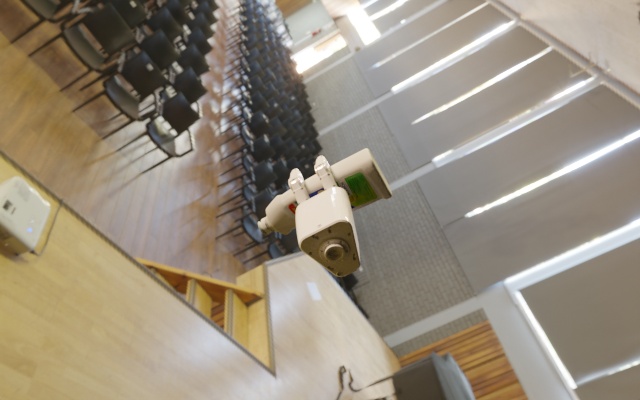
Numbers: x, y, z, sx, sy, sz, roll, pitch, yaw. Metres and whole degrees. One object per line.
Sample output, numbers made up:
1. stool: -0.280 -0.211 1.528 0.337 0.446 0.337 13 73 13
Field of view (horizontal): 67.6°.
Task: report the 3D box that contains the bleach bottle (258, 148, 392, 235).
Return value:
1. bleach bottle: 0.000 0.003 0.898 0.251 0.103 0.068 -28 27 11
